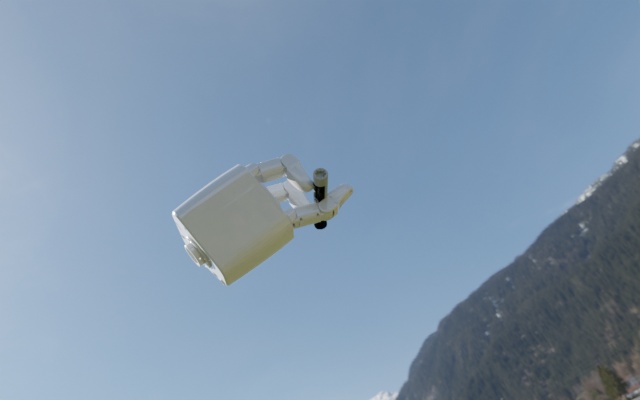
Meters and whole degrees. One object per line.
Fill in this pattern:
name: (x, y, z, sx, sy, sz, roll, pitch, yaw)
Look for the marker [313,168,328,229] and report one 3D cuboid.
marker: (0.000, 0.002, 0.632, 0.020, 0.020, 0.121, 0, -36, 0)
